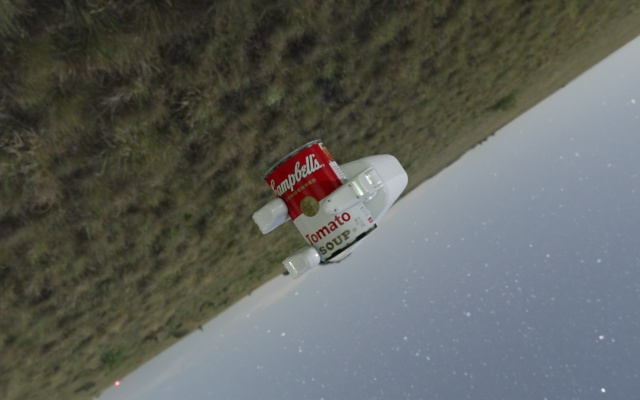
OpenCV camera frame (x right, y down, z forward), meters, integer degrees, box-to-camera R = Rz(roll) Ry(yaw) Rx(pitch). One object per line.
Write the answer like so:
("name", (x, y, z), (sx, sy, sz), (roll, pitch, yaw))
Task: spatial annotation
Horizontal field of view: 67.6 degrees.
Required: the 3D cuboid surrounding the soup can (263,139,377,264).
("soup can", (0.000, 0.002, 0.465), (0.068, 0.102, 0.068), (-34, -4, -2))
